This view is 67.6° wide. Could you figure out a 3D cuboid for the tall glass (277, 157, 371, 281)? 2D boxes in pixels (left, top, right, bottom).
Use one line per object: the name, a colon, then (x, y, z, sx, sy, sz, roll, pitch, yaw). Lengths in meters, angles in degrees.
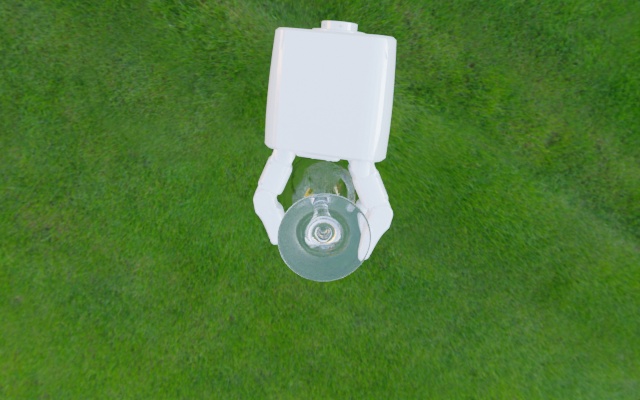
tall glass: (0.000, 0.002, 0.471, 0.079, 0.079, 0.201, 0, 16, -2)
